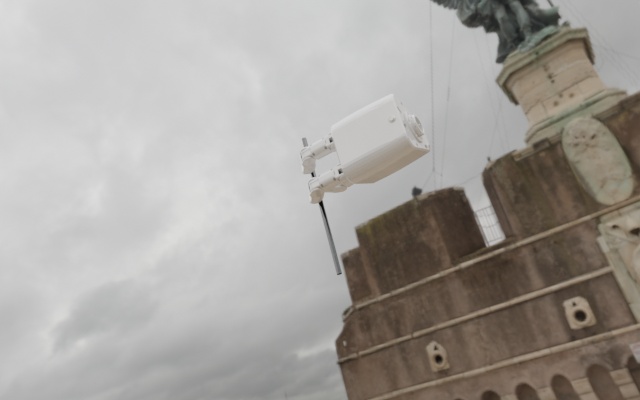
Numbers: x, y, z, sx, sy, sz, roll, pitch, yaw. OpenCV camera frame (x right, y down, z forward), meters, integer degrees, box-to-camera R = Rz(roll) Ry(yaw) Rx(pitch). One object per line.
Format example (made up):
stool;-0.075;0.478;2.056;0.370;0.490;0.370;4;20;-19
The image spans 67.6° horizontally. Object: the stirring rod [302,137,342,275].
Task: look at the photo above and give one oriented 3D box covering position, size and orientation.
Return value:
stirring rod;0.000;0.003;0.754;0.011;0.239;0.011;-12;-24;-6
